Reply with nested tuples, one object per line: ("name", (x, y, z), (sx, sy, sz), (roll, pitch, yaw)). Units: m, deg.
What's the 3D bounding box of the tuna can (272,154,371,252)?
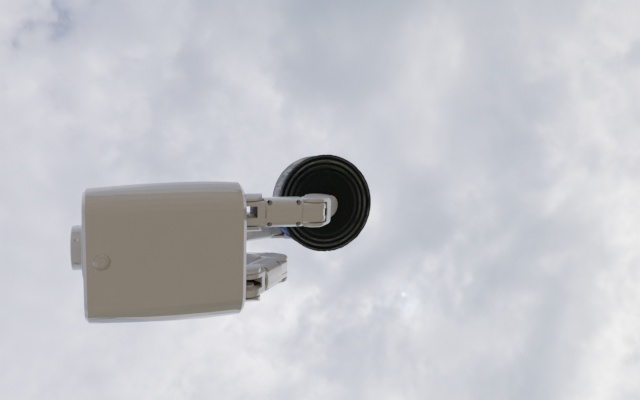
("tuna can", (0.000, 0.001, 0.433), (0.086, 0.086, 0.034), (0, 4, -20))
